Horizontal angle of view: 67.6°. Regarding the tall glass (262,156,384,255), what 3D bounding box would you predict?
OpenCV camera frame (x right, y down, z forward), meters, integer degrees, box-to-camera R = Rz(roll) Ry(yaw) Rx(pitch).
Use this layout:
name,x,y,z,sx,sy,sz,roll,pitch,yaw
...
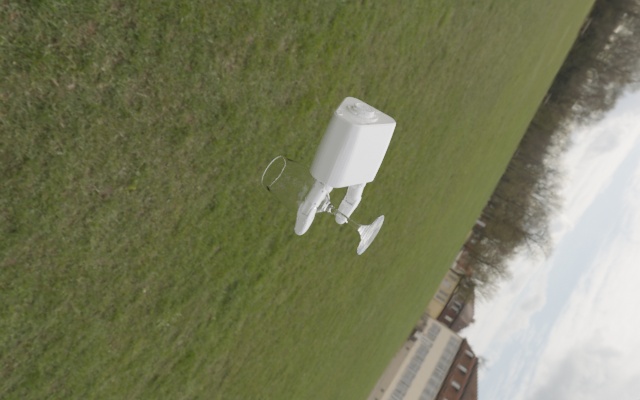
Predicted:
name,x,y,z,sx,sy,sz,roll,pitch,yaw
tall glass,0.001,0.003,0.780,0.201,0.079,0.079,33,11,17
